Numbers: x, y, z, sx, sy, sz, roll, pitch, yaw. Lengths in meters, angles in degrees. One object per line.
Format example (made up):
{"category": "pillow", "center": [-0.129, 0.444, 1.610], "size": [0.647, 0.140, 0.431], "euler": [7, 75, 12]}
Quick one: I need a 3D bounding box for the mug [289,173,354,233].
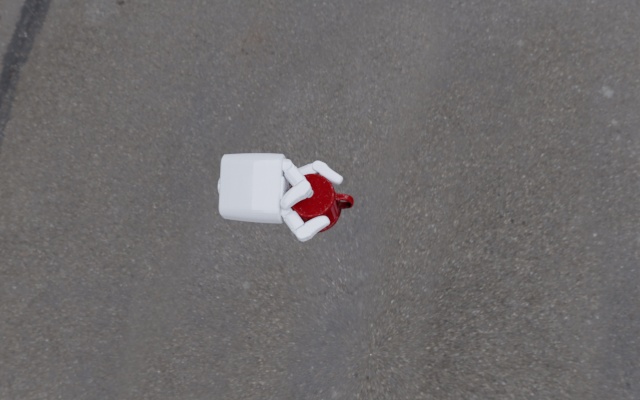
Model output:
{"category": "mug", "center": [0.002, 0.003, 0.841], "size": [0.117, 0.093, 0.081], "euler": [1, -18, 7]}
